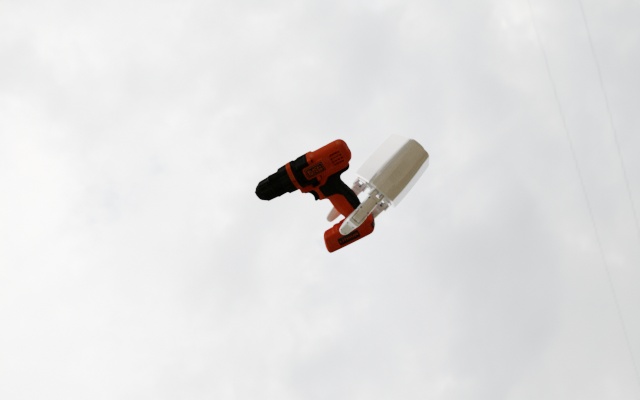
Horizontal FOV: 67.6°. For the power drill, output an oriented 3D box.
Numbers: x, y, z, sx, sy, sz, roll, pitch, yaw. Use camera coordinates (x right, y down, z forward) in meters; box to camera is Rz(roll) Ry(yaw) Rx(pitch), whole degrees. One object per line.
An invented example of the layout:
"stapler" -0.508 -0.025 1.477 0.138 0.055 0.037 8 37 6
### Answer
"power drill" 0.001 0.003 0.857 0.184 0.188 0.057 -26 26 13
